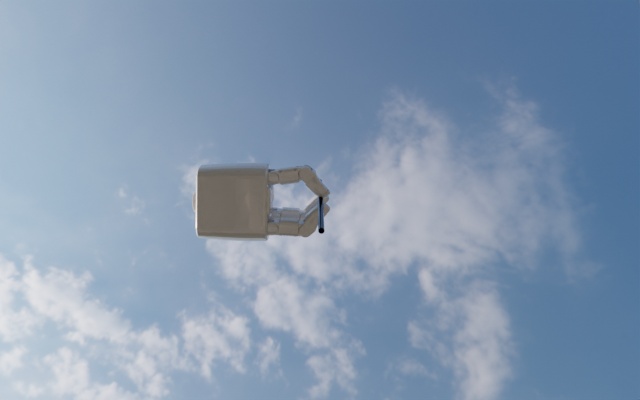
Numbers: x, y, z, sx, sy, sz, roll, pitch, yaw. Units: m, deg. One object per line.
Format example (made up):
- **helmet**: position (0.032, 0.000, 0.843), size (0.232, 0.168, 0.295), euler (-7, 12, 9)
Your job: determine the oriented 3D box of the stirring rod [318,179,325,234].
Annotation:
- **stirring rod**: position (0.000, 0.002, 0.708), size (0.011, 0.011, 0.239), euler (0, 17, -1)
